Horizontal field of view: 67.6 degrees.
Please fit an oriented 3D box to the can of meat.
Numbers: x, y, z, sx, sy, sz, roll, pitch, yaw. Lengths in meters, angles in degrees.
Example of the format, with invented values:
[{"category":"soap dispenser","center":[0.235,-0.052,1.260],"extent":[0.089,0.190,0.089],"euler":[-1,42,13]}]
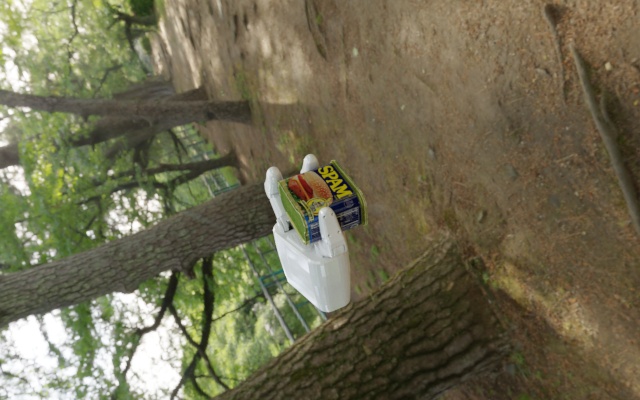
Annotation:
[{"category":"can of meat","center":[0.000,0.002,0.616],"extent":[0.084,0.057,0.102],"euler":[-20,43,-14]}]
